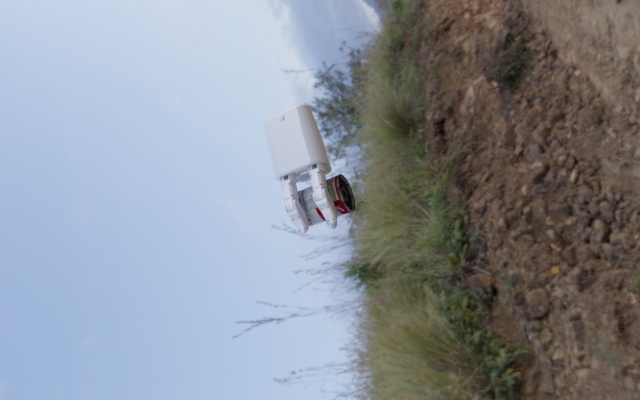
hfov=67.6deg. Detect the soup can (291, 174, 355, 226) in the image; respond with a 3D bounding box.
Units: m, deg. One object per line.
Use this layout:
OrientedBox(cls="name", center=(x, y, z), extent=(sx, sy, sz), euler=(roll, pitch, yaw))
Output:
OrientedBox(cls="soup can", center=(0.000, 0.003, 0.824), extent=(0.102, 0.068, 0.068), euler=(-20, -7, 20))
